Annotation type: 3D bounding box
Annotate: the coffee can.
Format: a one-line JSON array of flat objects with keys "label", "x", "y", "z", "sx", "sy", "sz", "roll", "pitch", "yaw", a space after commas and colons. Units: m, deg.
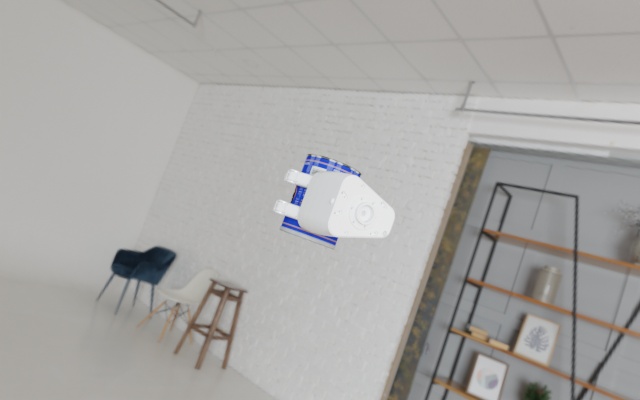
[{"label": "coffee can", "x": 0.000, "y": 0.003, "z": 0.833, "sx": 0.103, "sy": 0.140, "sz": 0.103, "roll": 20, "pitch": -5, "yaw": 2}]
